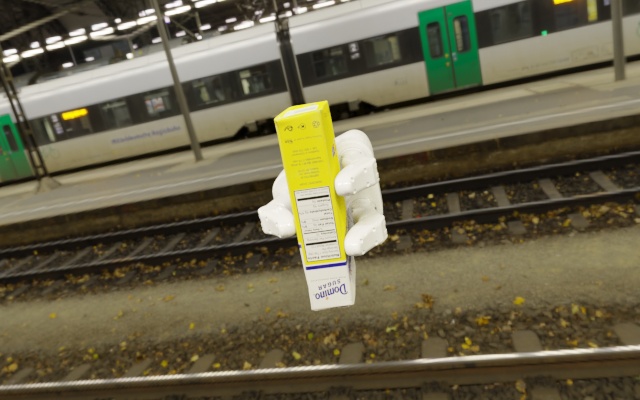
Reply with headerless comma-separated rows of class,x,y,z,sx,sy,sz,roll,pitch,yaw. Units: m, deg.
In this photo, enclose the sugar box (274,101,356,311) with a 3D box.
sugar box,0.001,0.001,0.445,0.048,0.176,0.093,-11,16,8
